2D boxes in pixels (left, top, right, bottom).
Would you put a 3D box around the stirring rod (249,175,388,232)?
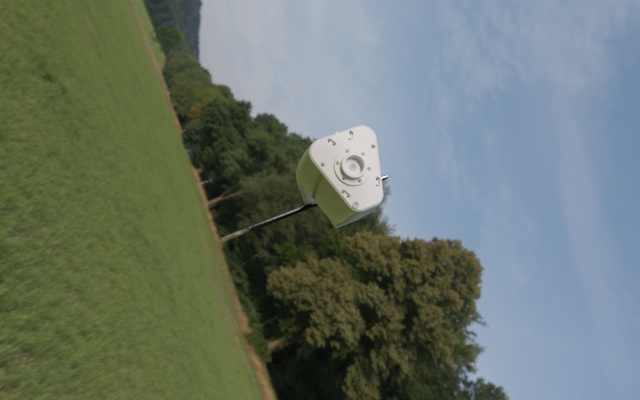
[{"bbox_3d":[0.000,0.003,0.763,0.239,0.011,0.011,-21,5,-13],"label":"stirring rod"}]
